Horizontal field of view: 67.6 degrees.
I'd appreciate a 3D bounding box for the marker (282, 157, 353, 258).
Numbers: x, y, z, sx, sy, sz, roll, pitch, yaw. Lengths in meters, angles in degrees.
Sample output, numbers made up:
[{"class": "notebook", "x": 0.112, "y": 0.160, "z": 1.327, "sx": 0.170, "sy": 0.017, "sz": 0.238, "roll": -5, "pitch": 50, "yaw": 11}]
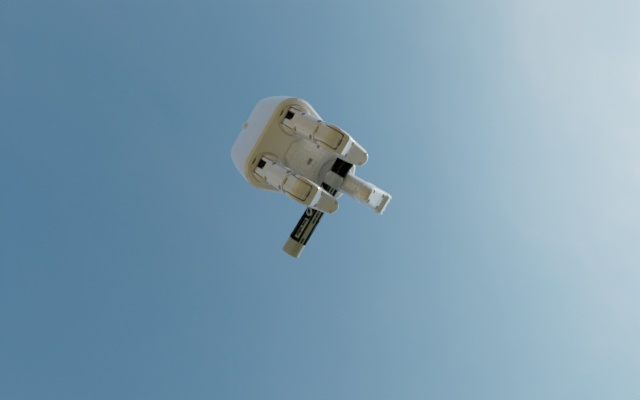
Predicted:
[{"class": "marker", "x": 0.000, "y": 0.002, "z": 0.477, "sx": 0.020, "sy": 0.121, "sz": 0.020, "roll": 31, "pitch": 2, "yaw": -1}]
